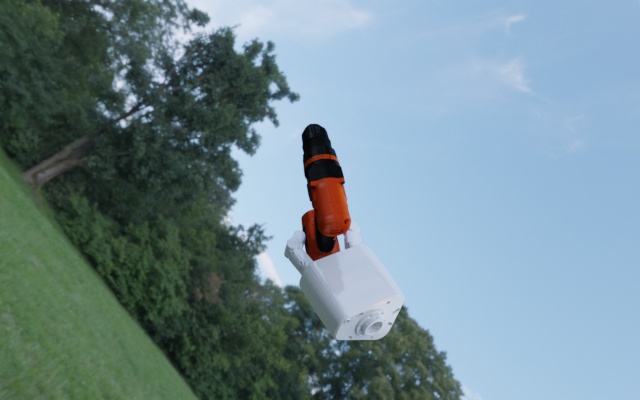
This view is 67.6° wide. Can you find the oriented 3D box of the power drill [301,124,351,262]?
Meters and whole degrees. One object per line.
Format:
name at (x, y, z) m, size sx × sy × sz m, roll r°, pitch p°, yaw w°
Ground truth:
power drill at (0.000, 0.003, 0.727) m, size 0.057 × 0.184 × 0.188 m, roll -6°, pitch -33°, yaw -6°
